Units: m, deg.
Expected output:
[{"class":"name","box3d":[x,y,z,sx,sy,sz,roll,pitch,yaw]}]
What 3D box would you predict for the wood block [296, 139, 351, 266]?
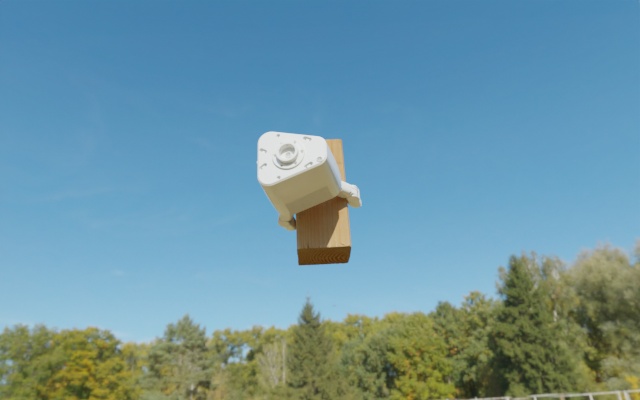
[{"class":"wood block","box3d":[0.000,0.002,0.849,0.091,0.206,0.090,-2,-25,-2]}]
